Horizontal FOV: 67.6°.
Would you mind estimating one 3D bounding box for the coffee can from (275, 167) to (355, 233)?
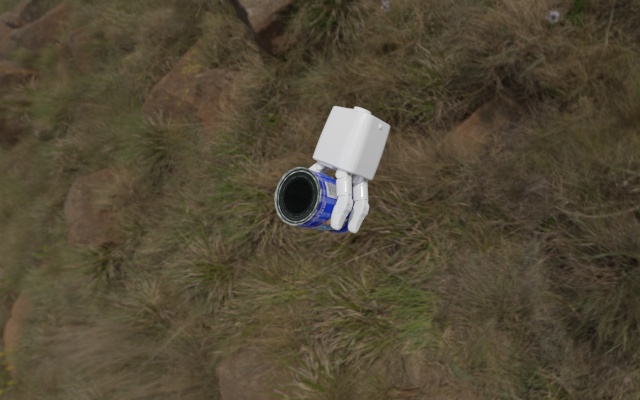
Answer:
[{"bbox_3d":[0.000,0.003,0.874,0.103,0.103,0.140,0,-9,36],"label":"coffee can"}]
